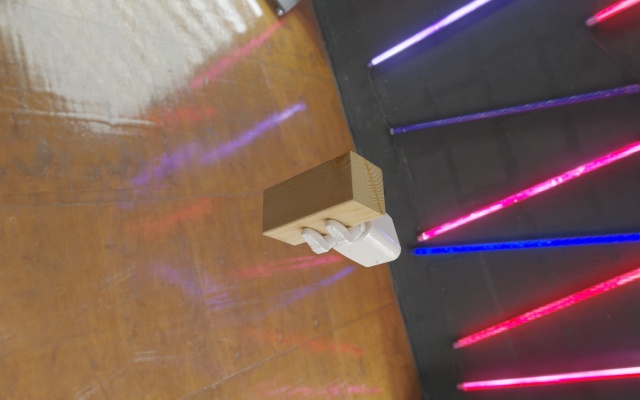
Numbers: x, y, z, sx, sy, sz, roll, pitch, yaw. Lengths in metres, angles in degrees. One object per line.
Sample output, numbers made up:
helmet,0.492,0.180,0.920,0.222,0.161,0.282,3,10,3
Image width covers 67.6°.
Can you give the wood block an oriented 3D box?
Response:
wood block,0.000,0.003,0.833,0.206,0.090,0.090,-22,-32,36
